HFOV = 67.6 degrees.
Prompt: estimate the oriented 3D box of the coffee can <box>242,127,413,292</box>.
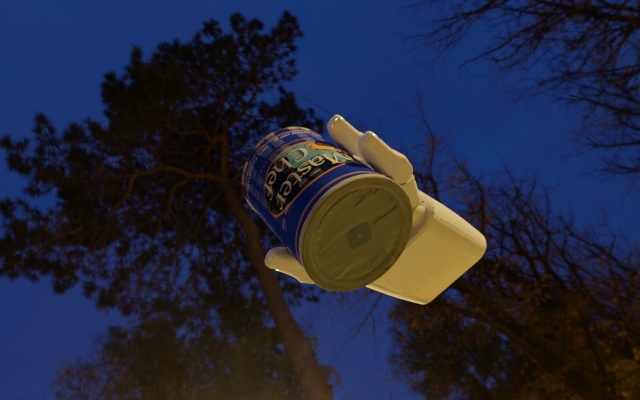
[{"bbox_3d":[0.000,0.001,0.432,0.103,0.103,0.140,0,23,-30],"label":"coffee can"}]
